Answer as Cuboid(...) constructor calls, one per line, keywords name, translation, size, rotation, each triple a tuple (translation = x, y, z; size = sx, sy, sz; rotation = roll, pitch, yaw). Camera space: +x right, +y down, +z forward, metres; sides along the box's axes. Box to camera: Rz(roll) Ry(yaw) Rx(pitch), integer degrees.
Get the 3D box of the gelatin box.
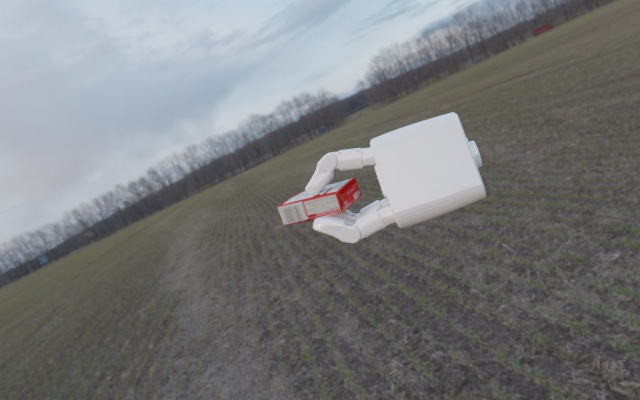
Cuboid(name="gelatin box", translation=(0.000, 0.002, 0.620), size=(0.089, 0.030, 0.073), rotation=(-13, 10, 25))
